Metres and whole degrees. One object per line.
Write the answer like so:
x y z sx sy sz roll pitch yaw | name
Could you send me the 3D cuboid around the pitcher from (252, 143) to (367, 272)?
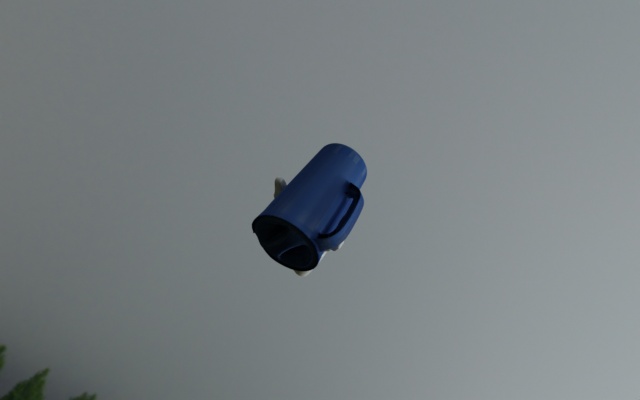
0.000 0.003 0.877 0.149 0.242 0.145 33 -37 4 | pitcher
